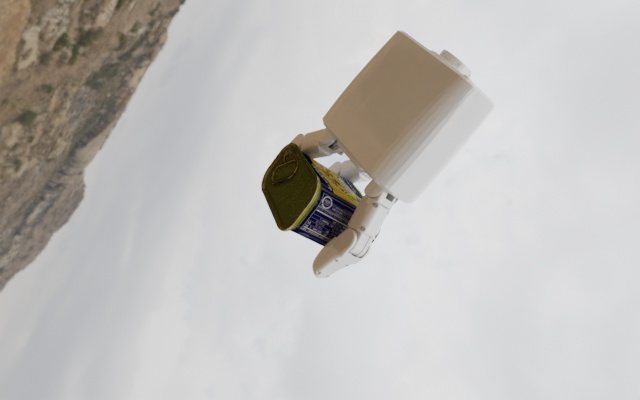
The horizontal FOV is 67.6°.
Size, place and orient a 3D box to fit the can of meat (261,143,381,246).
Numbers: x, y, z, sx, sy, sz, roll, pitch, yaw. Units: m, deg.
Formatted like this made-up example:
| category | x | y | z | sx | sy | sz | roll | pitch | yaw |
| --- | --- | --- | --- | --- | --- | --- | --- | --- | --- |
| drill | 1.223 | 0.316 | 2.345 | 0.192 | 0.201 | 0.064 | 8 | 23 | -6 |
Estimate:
| category | x | y | z | sx | sy | sz | roll | pitch | yaw |
| --- | --- | --- | --- | --- | --- | --- | --- | --- | --- |
| can of meat | 0.000 | 0.002 | 0.454 | 0.084 | 0.057 | 0.102 | 29 | 17 | -32 |
